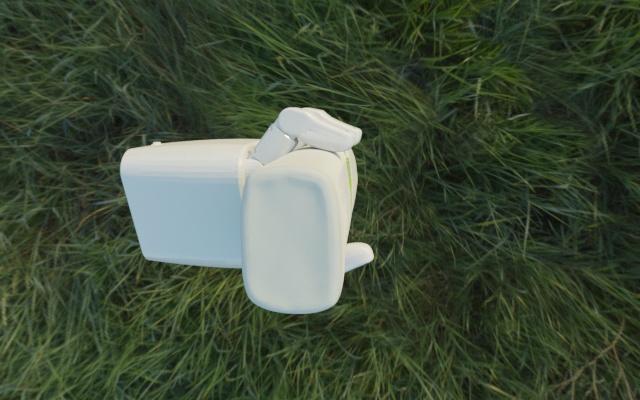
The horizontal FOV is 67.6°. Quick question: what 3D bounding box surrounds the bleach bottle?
[{"bbox_3d":[0.000,0.001,0.422,0.068,0.102,0.250,1,11,9],"label":"bleach bottle"}]
